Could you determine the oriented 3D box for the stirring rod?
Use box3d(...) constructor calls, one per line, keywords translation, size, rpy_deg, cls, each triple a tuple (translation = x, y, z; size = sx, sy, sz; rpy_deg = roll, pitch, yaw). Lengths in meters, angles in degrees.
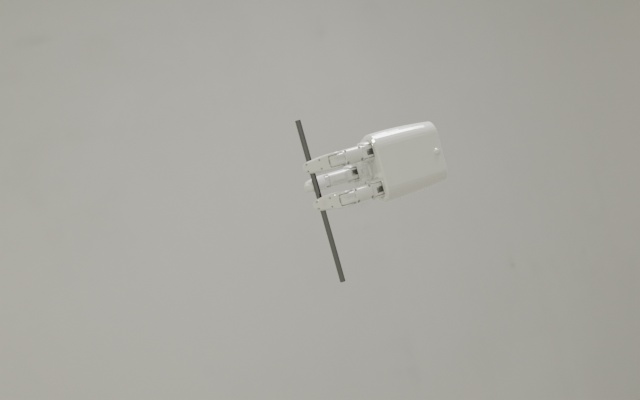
box3d(translation=(0.000, 0.002, 0.685), size=(0.011, 0.239, 0.011), rpy_deg=(-16, 5, 1), cls="stirring rod")
